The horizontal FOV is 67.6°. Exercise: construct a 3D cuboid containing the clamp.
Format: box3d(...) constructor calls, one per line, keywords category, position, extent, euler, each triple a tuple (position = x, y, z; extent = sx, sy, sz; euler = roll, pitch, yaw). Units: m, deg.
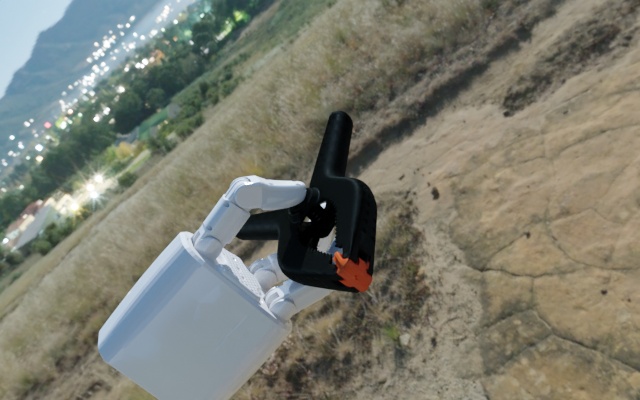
box3d(category="clamp", position=(0.000, 0.001, 0.401), extent=(0.036, 0.164, 0.210), euler=(39, 1, -28))
